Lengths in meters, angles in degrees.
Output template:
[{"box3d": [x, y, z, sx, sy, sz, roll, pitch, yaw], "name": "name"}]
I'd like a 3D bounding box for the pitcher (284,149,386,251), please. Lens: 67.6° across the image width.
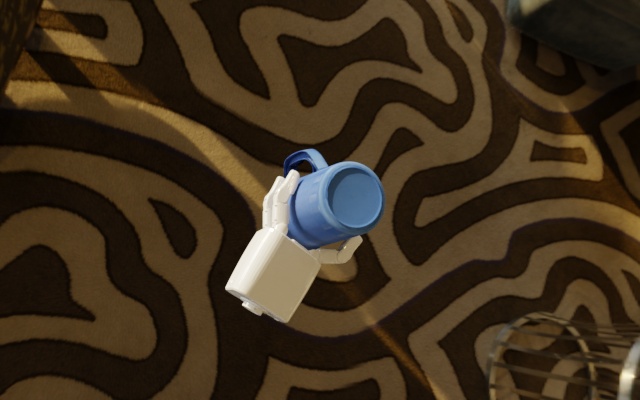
[{"box3d": [0.000, 0.003, 0.782, 0.149, 0.145, 0.243, 35, -20, -14], "name": "pitcher"}]
